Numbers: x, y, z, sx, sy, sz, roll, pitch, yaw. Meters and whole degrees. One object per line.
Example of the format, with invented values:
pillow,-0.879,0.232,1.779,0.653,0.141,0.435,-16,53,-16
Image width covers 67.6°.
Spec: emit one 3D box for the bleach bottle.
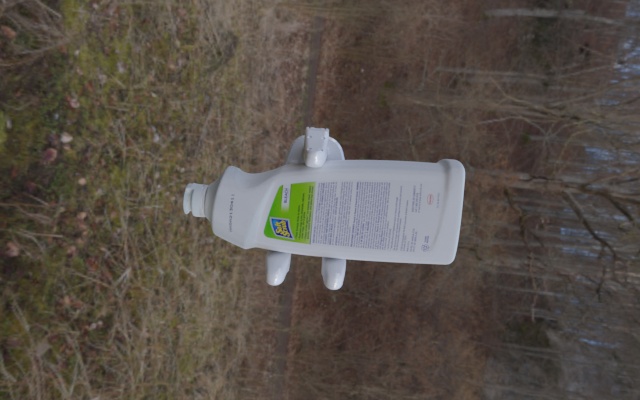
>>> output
bleach bottle,0.000,0.002,0.450,0.251,0.102,0.068,5,3,0
